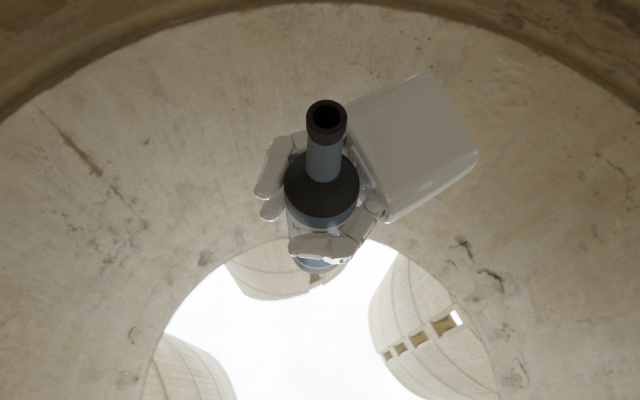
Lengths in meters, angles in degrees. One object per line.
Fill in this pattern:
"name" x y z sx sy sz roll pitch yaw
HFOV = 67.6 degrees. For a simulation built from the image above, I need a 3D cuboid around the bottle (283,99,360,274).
"bottle" 0.000 0.002 0.448 0.069 0.069 0.296 0 -23 -2
